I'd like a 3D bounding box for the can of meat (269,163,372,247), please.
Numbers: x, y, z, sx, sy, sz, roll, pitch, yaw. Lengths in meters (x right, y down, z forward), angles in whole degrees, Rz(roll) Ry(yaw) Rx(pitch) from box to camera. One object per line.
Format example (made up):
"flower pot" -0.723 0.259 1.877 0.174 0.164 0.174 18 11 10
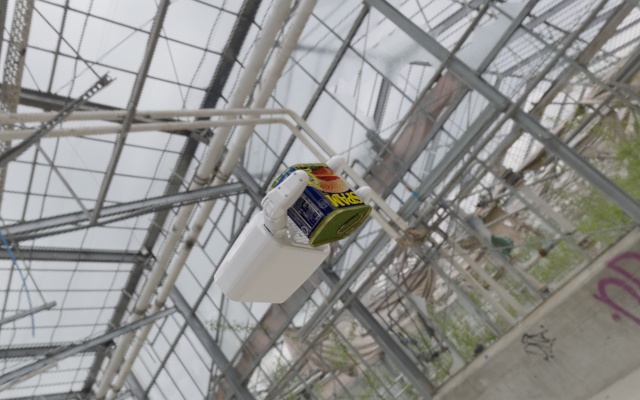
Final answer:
"can of meat" 0.000 0.002 0.567 0.084 0.057 0.102 47 26 21
